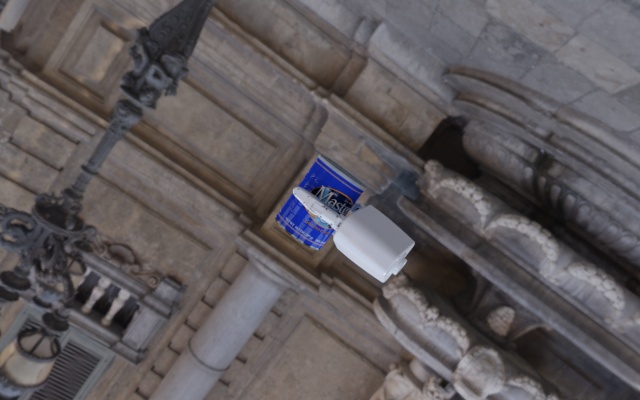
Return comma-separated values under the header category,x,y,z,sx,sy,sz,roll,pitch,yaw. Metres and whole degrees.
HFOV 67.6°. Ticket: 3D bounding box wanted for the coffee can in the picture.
category,x,y,z,sx,sy,sz,roll,pitch,yaw
coffee can,0.000,0.003,0.853,0.103,0.140,0.103,36,8,-6
